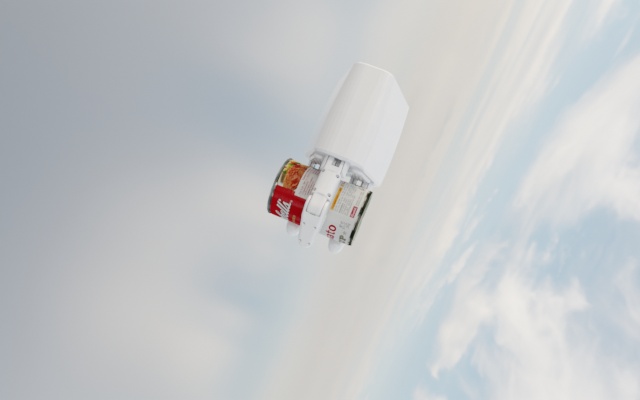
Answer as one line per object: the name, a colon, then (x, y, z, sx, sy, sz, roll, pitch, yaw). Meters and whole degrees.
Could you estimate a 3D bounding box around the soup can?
soup can: (0.000, 0.002, 0.538, 0.102, 0.068, 0.068, 22, 3, 8)
